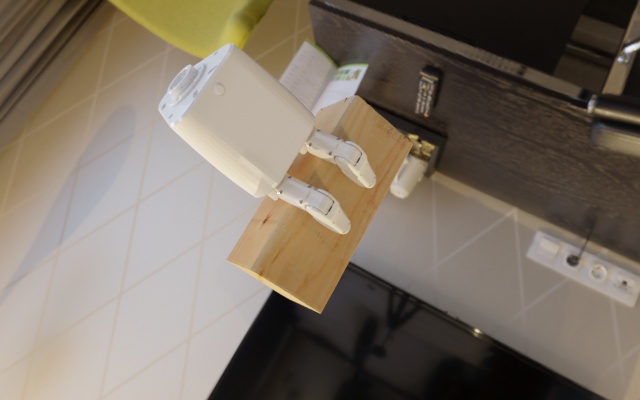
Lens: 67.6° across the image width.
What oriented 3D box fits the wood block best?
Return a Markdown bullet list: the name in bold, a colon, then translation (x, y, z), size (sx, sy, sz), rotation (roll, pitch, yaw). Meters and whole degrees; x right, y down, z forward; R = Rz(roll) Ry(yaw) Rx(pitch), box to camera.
- **wood block**: translation (0.000, 0.002, 0.516), size (0.090, 0.206, 0.091), rotation (36, -15, -22)
